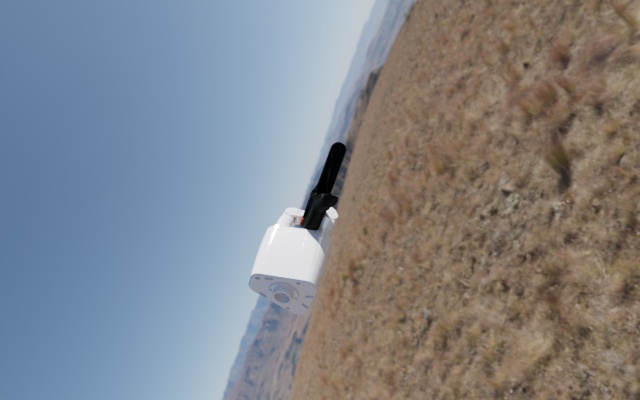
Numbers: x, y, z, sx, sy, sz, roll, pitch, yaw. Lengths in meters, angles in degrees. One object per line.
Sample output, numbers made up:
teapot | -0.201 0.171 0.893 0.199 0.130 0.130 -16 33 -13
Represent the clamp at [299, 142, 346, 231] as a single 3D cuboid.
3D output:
clamp | 0.000 0.002 0.762 0.039 0.172 0.120 20 43 -2
